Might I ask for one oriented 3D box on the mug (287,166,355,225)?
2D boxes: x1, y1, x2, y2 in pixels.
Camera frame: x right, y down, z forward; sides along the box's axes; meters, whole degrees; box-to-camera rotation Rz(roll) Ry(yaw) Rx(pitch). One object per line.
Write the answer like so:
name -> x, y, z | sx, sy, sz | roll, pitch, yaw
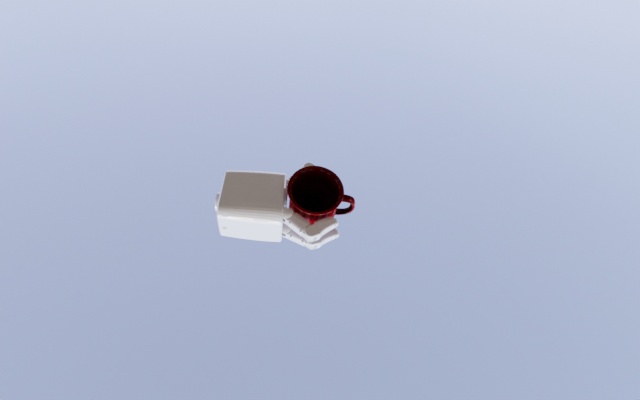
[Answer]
mug -> 0.002, 0.003, 0.810 | 0.117, 0.093, 0.081 | 5, -29, -4
